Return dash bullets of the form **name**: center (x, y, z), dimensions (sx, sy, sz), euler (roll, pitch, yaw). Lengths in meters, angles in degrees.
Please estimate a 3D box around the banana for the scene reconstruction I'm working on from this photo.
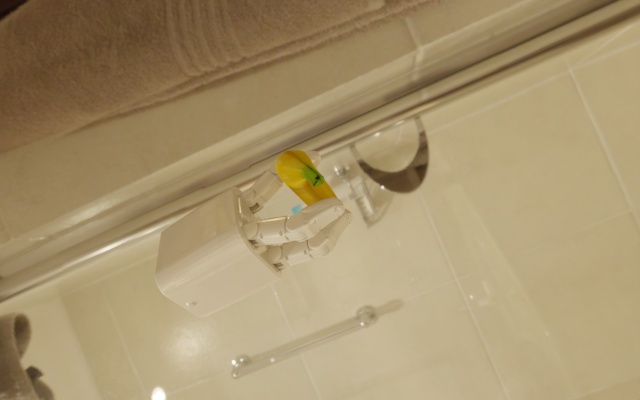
- **banana**: center (-0.011, -0.014, 0.521), dimensions (0.037, 0.069, 0.198), euler (-35, -17, 2)
